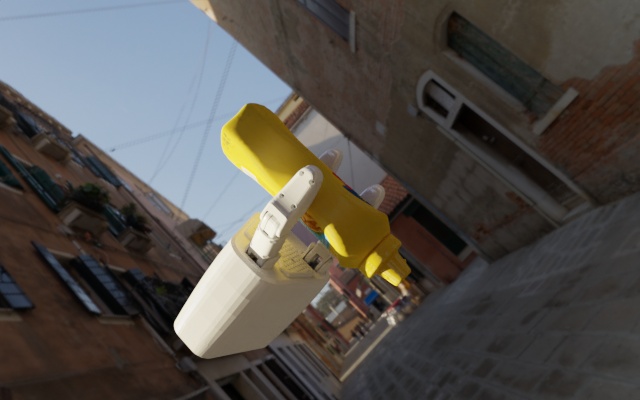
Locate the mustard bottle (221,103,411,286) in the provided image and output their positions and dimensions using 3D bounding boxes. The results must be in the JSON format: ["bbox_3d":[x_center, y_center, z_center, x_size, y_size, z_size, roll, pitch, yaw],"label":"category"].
[{"bbox_3d":[0.000,0.001,0.413,0.191,0.058,0.096,43,-7,13],"label":"mustard bottle"}]
